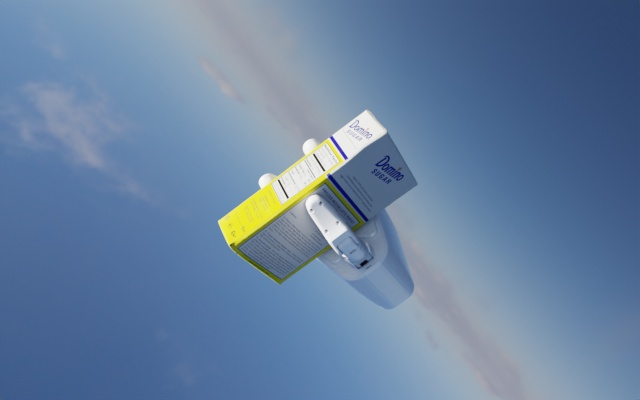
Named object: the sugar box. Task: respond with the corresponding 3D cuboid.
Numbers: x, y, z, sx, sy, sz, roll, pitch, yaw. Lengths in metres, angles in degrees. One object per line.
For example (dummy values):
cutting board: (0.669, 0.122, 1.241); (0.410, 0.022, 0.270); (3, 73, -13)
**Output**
sugar box: (0.000, 0.001, 0.463); (0.176, 0.048, 0.093); (-38, -41, 4)
